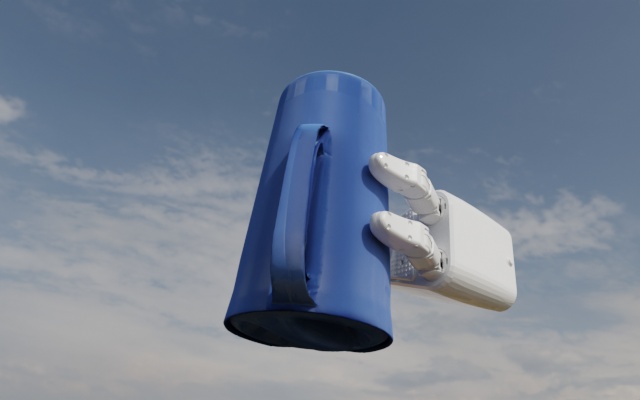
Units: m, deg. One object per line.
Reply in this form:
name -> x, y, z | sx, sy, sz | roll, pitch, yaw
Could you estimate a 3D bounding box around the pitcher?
pitcher -> 0.000, 0.001, 0.420 | 0.145, 0.242, 0.149 | 23, -32, -29
